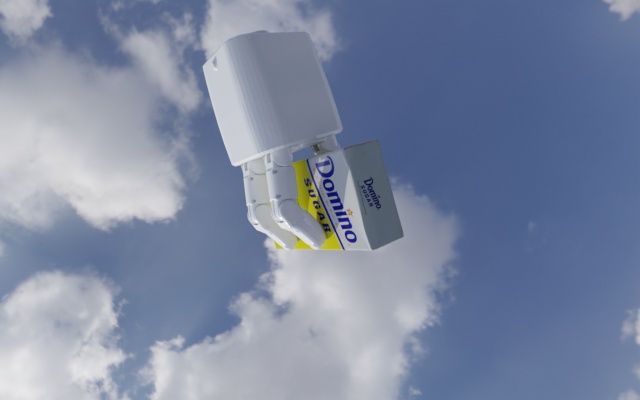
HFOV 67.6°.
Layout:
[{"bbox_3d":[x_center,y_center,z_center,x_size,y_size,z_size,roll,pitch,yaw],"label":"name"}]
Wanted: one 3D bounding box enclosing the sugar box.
[{"bbox_3d":[0.000,0.002,0.480,0.048,0.093,0.176,-18,5,-30],"label":"sugar box"}]
